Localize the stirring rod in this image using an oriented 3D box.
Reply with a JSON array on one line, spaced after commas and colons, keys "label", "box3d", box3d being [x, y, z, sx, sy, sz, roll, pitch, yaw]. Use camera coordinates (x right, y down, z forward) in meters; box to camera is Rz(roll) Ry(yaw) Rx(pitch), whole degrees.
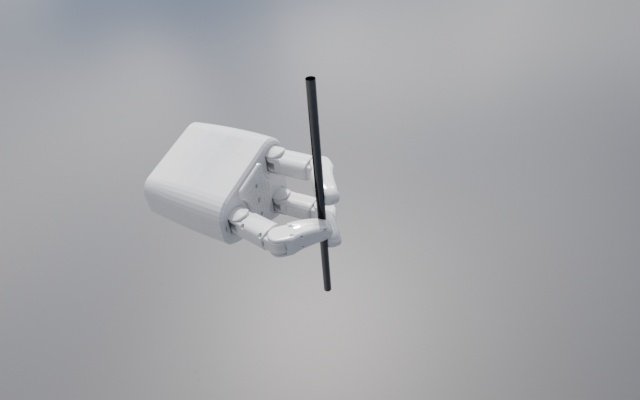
[{"label": "stirring rod", "box3d": [0.000, 0.001, 0.433, 0.011, 0.240, 0.011, -3, 39, 2]}]
